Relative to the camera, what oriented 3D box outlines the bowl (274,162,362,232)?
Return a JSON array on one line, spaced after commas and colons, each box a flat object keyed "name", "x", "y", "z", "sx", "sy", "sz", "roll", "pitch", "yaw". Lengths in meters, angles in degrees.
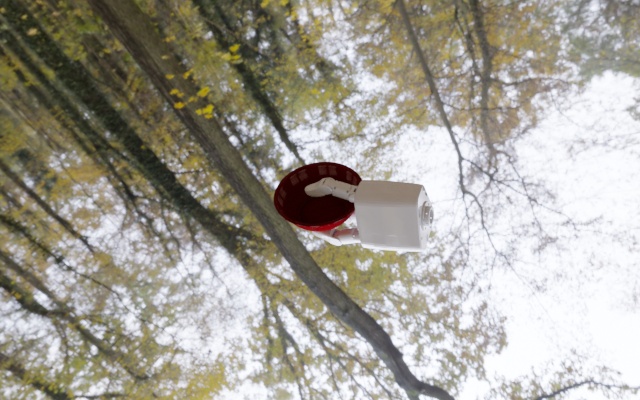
[{"name": "bowl", "x": -0.001, "y": 0.003, "z": 0.857, "sx": 0.162, "sy": 0.162, "sz": 0.055, "roll": 0, "pitch": -44, "yaw": 11}]
